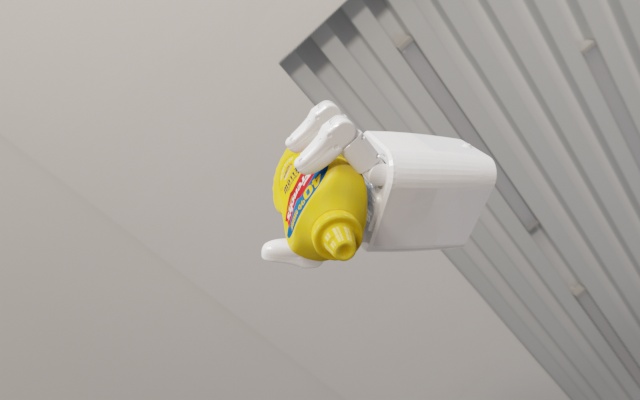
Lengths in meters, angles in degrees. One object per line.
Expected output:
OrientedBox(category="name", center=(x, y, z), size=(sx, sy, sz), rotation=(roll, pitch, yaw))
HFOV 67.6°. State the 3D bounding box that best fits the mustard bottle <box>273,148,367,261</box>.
OrientedBox(category="mustard bottle", center=(0.000, 0.001, 0.446), size=(0.058, 0.096, 0.191), rotation=(25, 16, -22))
